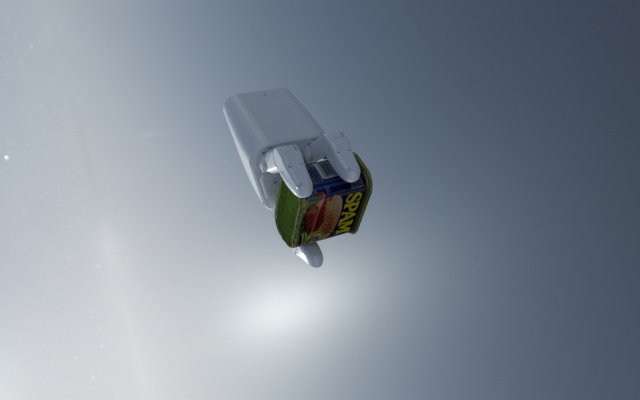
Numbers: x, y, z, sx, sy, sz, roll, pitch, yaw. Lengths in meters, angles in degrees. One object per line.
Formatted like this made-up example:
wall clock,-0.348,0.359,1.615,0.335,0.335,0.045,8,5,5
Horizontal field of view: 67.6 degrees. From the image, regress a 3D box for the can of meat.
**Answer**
can of meat,0.000,0.002,0.525,0.084,0.057,0.102,-14,-37,-24
